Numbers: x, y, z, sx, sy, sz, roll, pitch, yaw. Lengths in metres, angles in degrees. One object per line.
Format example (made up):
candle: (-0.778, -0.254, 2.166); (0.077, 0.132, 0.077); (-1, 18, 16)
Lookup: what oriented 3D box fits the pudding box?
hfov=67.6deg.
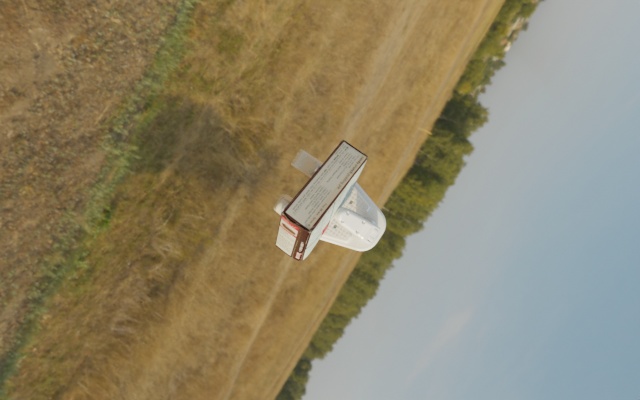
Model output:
pudding box: (0.000, 0.002, 0.515); (0.039, 0.113, 0.090); (32, -27, 8)
